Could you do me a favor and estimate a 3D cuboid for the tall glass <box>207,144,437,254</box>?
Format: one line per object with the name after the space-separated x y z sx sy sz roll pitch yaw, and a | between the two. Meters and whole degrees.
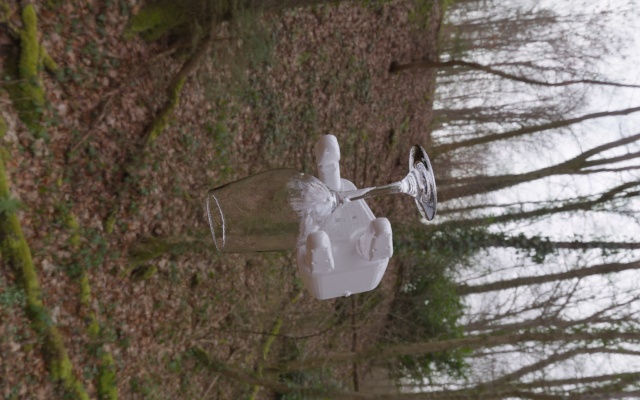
0.001 0.001 0.450 0.201 0.079 0.079 -10 0 -3 | tall glass
